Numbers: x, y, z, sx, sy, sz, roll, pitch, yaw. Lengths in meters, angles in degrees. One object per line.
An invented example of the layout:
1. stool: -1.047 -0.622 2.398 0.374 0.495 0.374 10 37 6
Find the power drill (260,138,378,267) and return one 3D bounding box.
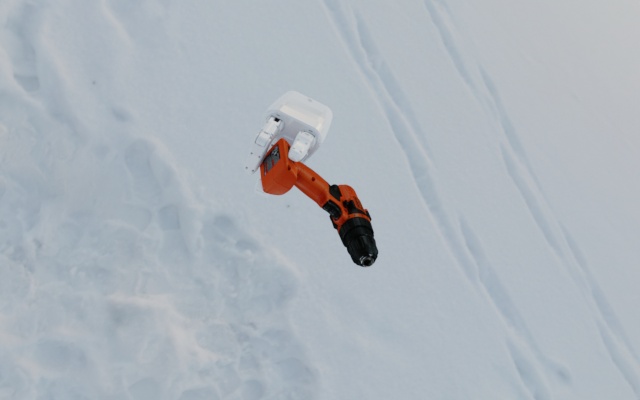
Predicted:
1. power drill: 0.000 0.002 0.698 0.188 0.057 0.184 37 17 -28
